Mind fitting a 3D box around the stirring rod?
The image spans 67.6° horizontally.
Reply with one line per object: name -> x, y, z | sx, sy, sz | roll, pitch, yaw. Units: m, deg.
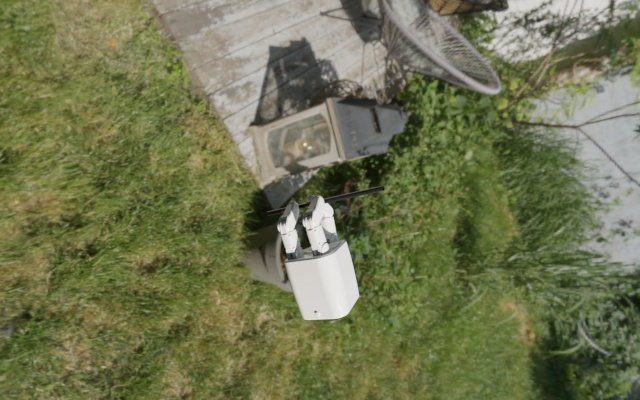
stirring rod -> 0.000, 0.003, 0.793 | 0.239, 0.011, 0.011 | -13, -8, 36
